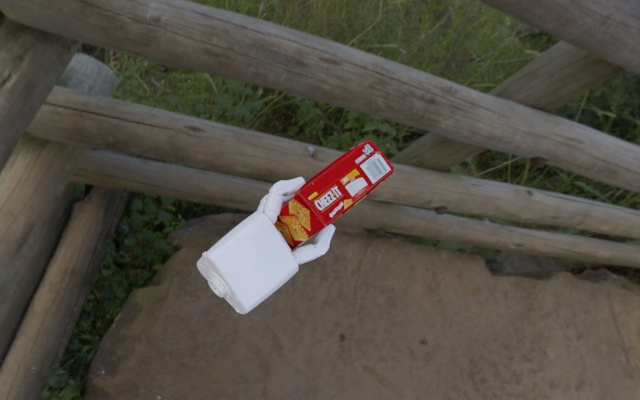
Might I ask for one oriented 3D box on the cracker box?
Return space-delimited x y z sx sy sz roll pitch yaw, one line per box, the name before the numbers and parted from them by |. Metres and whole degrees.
cracker box | 0.000 0.003 0.786 0.164 0.072 0.214 -38 0 -30
